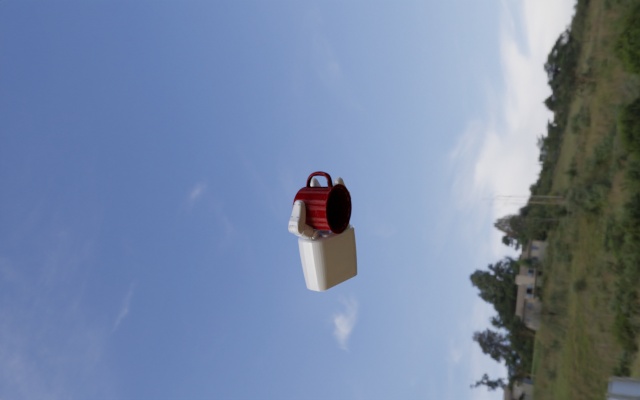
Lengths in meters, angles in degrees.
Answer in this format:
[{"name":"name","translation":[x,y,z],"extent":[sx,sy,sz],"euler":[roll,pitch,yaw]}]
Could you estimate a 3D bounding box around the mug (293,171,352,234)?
[{"name":"mug","translation":[0.000,0.002,0.899],"extent":[0.081,0.117,0.093],"euler":[2,17,34]}]
